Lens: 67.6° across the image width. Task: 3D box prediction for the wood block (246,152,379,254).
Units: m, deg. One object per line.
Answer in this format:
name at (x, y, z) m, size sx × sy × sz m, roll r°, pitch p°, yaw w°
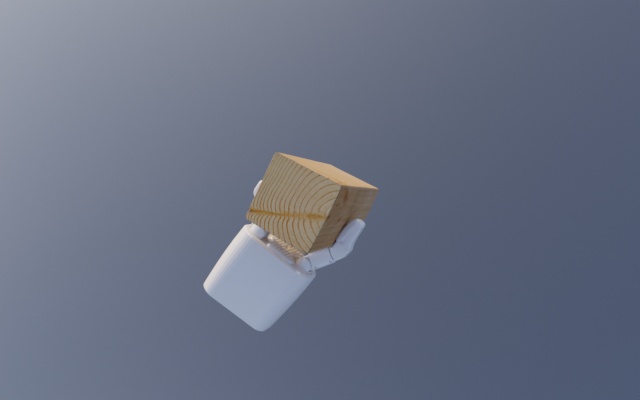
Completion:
wood block at (0.000, 0.003, 0.636) m, size 0.091 × 0.090 × 0.206 m, roll 29°, pitch 9°, yaw 16°
